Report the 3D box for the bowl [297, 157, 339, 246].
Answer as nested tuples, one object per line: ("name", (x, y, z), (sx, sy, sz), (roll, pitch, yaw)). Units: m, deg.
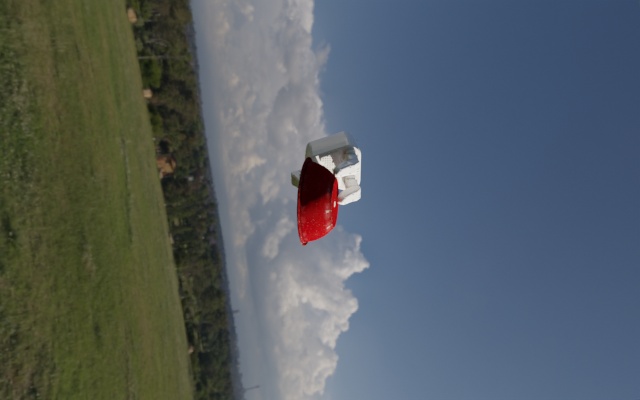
("bowl", (0.000, 0.004, 0.864), (0.055, 0.162, 0.162), (3, 0, 10))
